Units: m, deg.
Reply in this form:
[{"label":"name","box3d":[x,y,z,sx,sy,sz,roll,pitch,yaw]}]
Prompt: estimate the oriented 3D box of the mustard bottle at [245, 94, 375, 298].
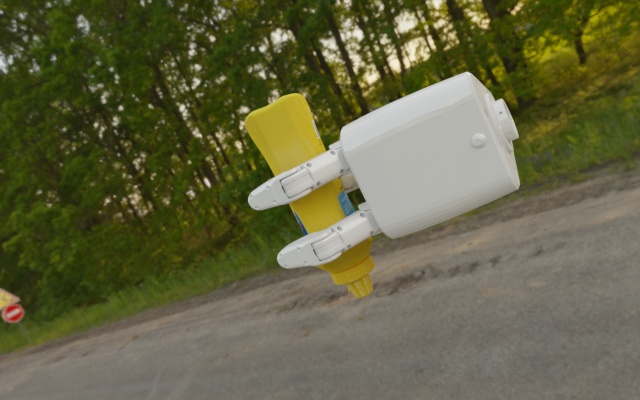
[{"label":"mustard bottle","box3d":[0.000,0.001,0.435,0.058,0.191,0.096,-26,6,3]}]
